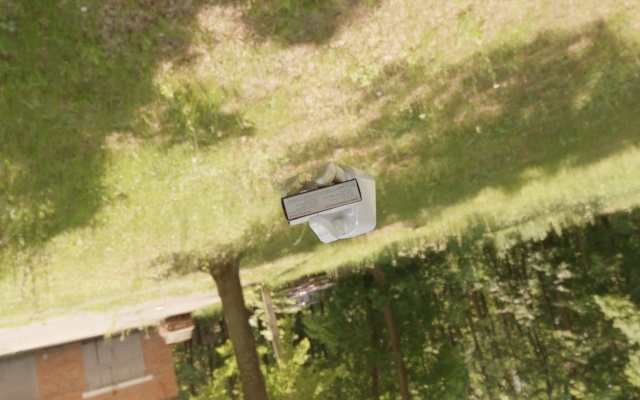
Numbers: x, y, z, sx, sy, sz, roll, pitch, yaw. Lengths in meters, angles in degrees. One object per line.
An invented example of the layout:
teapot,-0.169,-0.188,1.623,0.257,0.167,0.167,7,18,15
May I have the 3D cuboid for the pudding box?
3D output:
pudding box,0.000,0.002,0.703,0.113,0.039,0.090,-17,-5,-4
